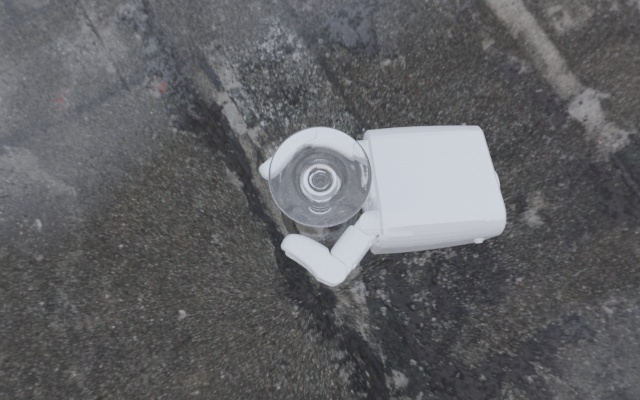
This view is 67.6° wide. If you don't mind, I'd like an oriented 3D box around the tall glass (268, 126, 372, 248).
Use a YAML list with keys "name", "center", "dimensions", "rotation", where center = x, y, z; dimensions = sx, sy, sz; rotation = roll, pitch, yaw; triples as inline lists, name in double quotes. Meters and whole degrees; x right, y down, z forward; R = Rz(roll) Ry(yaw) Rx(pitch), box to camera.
- name: "tall glass"
  center: [0.000, 0.001, 0.436]
  dimensions: [0.079, 0.079, 0.201]
  rotation: [0, -11, 0]
